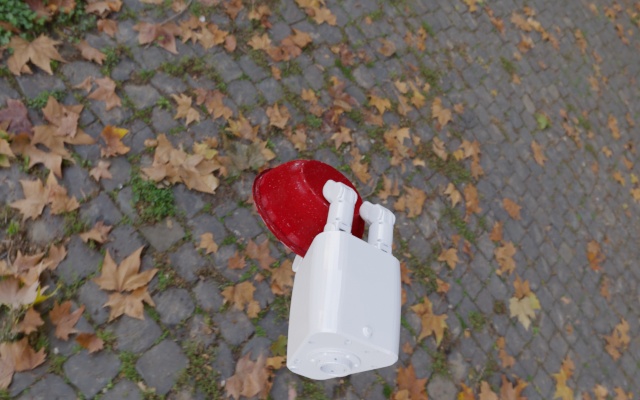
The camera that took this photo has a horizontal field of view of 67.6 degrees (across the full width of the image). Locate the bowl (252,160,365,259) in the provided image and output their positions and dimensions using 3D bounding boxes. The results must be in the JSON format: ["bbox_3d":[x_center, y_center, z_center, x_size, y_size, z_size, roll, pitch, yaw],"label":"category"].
[{"bbox_3d":[0.000,0.001,0.582,0.162,0.162,0.055,0,-41,-50],"label":"bowl"}]
